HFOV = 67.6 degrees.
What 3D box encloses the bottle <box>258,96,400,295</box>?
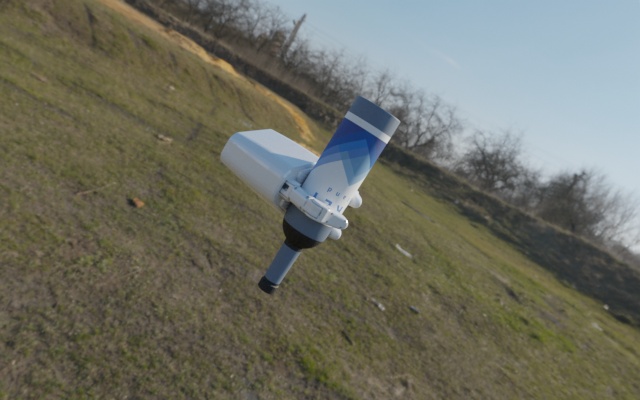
[{"bbox_3d":[0.000,0.002,0.652,0.069,0.296,0.069,31,9,-6],"label":"bottle"}]
